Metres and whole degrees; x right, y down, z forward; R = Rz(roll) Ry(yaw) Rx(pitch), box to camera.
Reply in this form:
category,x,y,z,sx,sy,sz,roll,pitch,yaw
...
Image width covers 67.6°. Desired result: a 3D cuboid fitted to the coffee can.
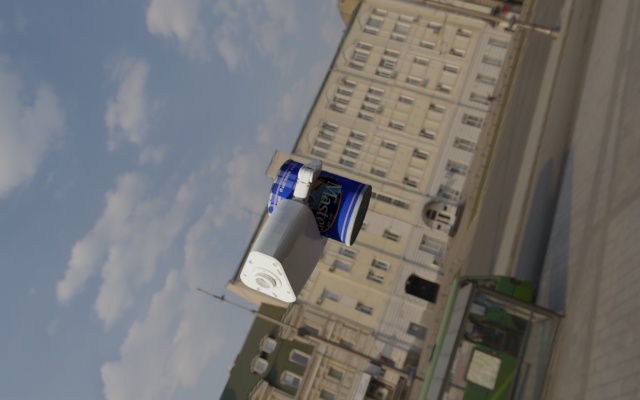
category,x,y,z,sx,sy,sz,roll,pitch,yaw
coffee can,0.000,0.002,0.770,0.140,0.103,0.103,19,4,13
